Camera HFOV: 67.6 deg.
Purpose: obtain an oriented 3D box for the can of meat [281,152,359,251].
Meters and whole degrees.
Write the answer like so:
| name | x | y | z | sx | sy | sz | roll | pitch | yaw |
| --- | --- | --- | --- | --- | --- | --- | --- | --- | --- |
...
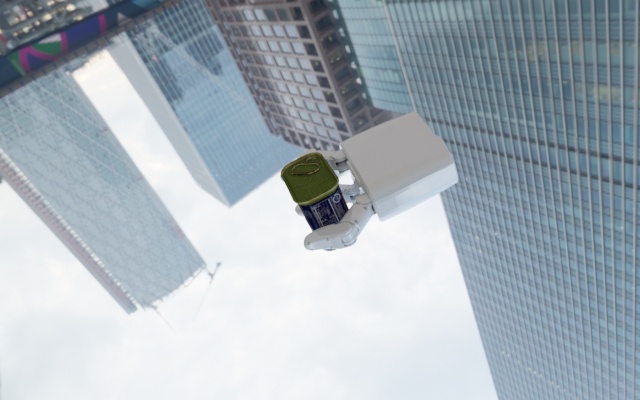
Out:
| name | x | y | z | sx | sy | sz | roll | pitch | yaw |
| --- | --- | --- | --- | --- | --- | --- | --- | --- | --- |
| can of meat | 0.000 | 0.002 | 0.584 | 0.057 | 0.084 | 0.102 | -27 | 33 | -2 |
